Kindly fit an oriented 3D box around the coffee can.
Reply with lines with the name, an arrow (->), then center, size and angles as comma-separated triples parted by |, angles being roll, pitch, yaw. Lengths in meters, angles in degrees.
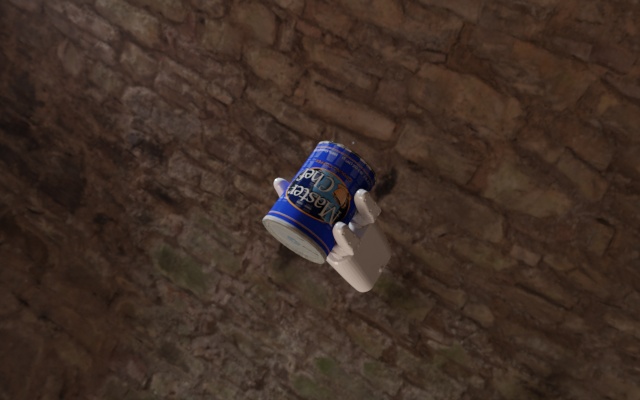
coffee can -> 0.000, 0.002, 0.671 | 0.103, 0.140, 0.103 | 31, -19, 12
